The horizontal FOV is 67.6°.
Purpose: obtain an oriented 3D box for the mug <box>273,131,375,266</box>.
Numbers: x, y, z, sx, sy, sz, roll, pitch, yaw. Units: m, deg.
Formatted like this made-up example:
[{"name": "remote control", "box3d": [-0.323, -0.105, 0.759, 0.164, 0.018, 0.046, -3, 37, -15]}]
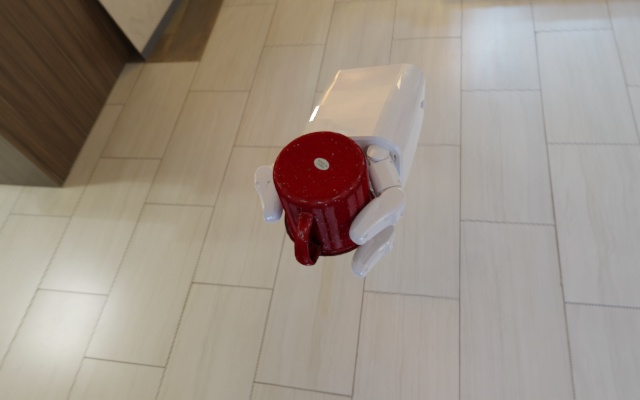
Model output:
[{"name": "mug", "box3d": [-0.001, 0.002, 0.427, 0.093, 0.117, 0.082, 12, -30, 18]}]
